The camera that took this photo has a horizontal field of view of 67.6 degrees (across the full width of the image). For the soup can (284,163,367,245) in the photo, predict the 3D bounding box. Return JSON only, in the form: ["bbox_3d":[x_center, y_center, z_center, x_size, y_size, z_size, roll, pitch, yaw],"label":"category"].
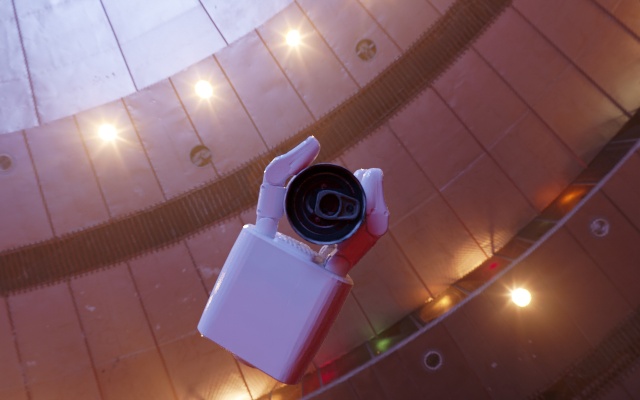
[{"bbox_3d":[0.000,0.001,0.441,0.068,0.068,0.102,0,2,-5],"label":"soup can"}]
